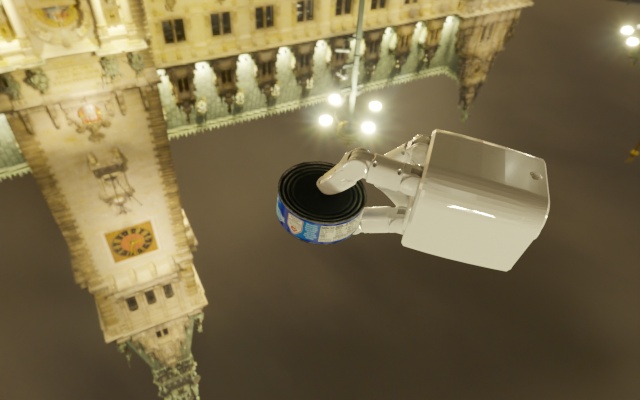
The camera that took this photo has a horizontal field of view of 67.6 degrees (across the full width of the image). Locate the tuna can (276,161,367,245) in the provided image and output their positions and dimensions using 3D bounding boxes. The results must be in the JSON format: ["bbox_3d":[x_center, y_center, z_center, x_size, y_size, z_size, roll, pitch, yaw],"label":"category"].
[{"bbox_3d":[0.000,0.002,0.465,0.086,0.034,0.086,6,44,-5],"label":"tuna can"}]
